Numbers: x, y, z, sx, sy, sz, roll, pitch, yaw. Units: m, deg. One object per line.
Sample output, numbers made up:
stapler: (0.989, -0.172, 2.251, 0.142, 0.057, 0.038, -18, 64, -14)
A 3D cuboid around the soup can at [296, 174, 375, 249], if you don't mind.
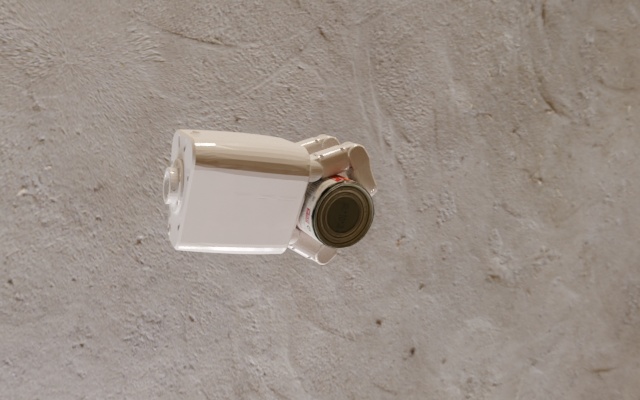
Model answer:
soup can: (0.001, 0.002, 0.485, 0.068, 0.068, 0.102, 0, 15, -28)
